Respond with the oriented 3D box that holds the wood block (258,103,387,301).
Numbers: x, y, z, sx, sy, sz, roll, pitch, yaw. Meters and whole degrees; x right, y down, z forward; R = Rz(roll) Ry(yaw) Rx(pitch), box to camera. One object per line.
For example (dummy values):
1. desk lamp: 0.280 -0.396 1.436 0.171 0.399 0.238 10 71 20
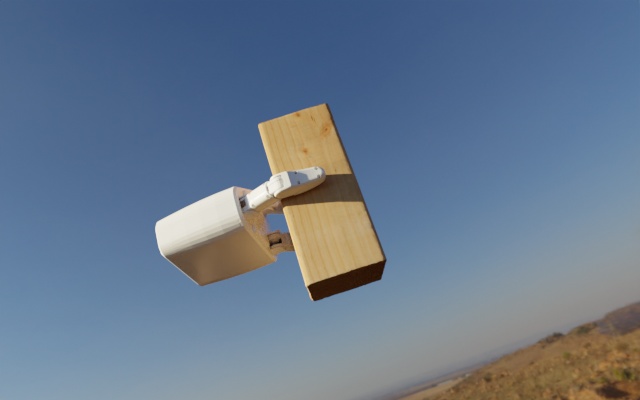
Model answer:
1. wood block: 0.000 0.002 0.572 0.090 0.206 0.091 -17 -22 -3
